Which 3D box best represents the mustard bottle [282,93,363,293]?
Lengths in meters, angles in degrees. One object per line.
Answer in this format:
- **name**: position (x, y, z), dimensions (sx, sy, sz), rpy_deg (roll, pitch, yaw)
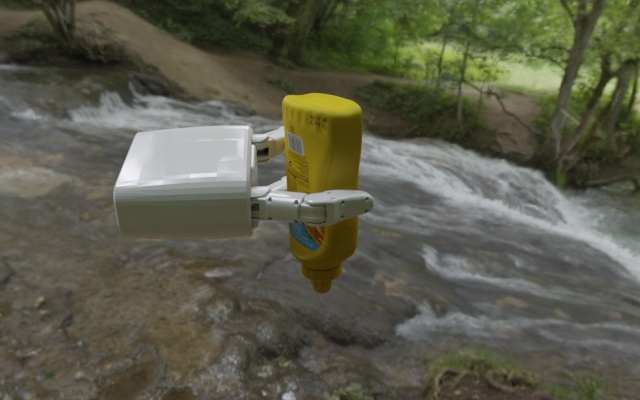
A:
- **mustard bottle**: position (0.000, 0.001, 0.450), dimensions (0.058, 0.192, 0.096), rpy_deg (-12, 24, -27)
